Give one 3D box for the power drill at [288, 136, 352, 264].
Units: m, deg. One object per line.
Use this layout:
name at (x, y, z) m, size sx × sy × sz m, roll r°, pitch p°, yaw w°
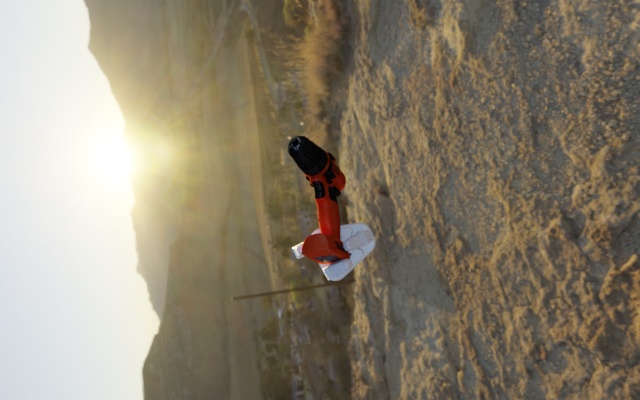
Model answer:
power drill at (0.000, 0.003, 0.793) m, size 0.057 × 0.187 × 0.184 m, roll -11°, pitch -22°, yaw 22°
